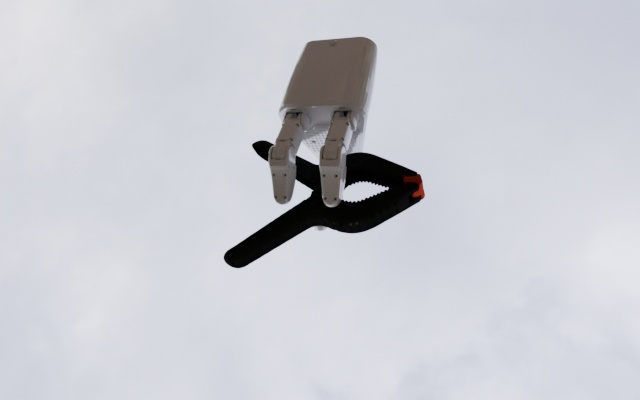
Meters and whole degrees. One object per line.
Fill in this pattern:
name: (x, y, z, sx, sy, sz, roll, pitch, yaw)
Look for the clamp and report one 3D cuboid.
clamp: (0.001, 0.002, 0.502, 0.210, 0.164, 0.036, 2, -32, 21)
